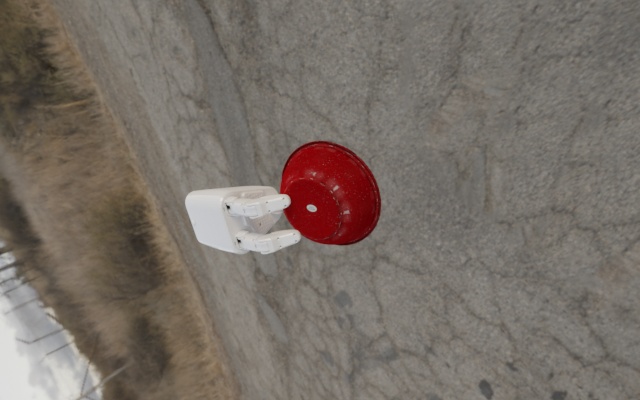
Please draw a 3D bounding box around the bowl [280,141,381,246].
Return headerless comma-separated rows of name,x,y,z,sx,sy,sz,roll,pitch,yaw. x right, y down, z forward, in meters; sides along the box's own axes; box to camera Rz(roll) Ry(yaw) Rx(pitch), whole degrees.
bowl,0.001,0.002,0.662,0.162,0.162,0.055,0,23,32
